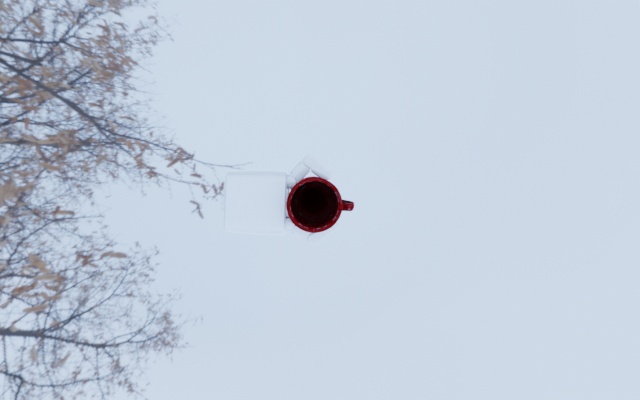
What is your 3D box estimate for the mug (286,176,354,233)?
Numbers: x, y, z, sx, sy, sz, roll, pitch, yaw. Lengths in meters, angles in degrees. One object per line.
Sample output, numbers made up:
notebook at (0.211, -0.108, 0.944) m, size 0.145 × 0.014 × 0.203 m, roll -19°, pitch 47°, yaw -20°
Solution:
mug at (0.002, 0.003, 0.825) m, size 0.117 × 0.093 × 0.081 m, roll 3°, pitch 9°, yaw -3°
